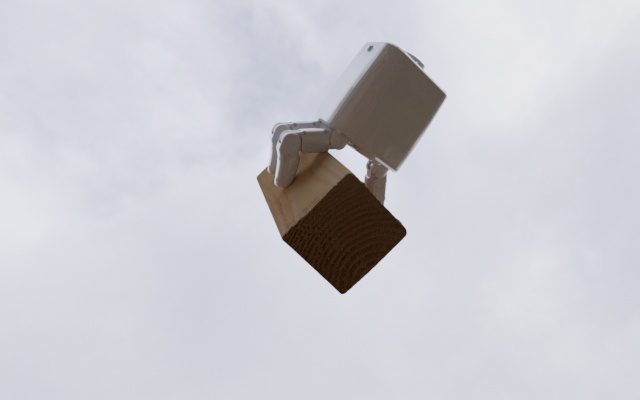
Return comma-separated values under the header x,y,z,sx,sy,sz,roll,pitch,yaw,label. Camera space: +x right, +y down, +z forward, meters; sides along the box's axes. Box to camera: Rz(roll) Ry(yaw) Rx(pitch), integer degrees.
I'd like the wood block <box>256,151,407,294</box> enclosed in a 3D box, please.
x,y,z,sx,sy,sz,roll,pitch,yaw,label
0.001,0.002,0.533,0.091,0.090,0.206,45,3,-22,wood block
